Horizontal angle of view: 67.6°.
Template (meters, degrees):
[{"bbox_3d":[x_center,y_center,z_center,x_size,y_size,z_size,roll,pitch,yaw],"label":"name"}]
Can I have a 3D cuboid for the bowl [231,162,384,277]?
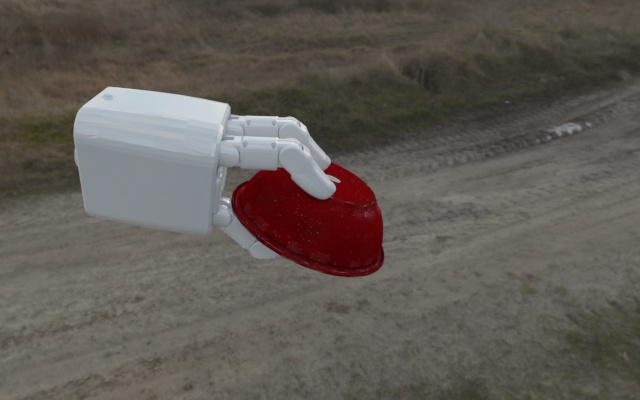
[{"bbox_3d":[0.001,0.001,0.459,0.162,0.055,0.162,22,22,-10],"label":"bowl"}]
